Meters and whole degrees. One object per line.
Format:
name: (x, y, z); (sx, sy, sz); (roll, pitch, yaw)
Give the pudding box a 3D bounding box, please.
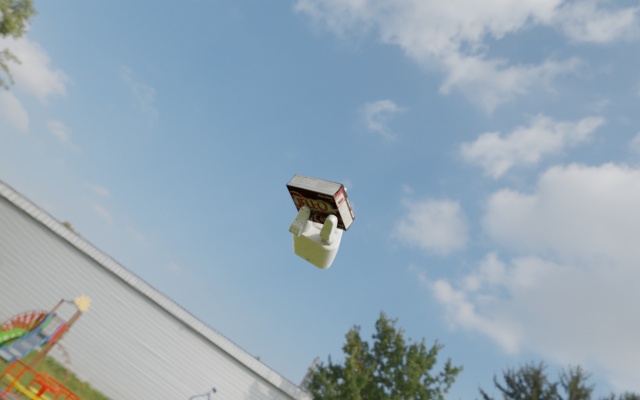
pudding box: (0.000, 0.003, 0.879); (0.113, 0.090, 0.039); (12, 51, 34)
